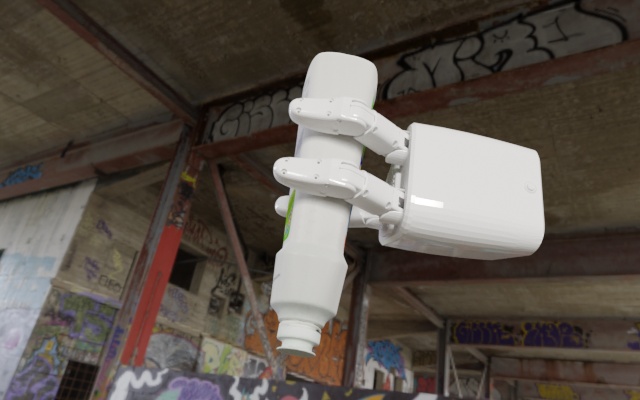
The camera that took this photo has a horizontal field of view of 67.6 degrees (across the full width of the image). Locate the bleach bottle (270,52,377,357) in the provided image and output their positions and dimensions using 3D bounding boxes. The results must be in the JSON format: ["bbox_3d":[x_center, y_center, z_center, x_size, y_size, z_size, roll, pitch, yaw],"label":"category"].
[{"bbox_3d":[0.000,0.001,0.401,0.068,0.250,0.103,11,-27,-2],"label":"bleach bottle"}]
